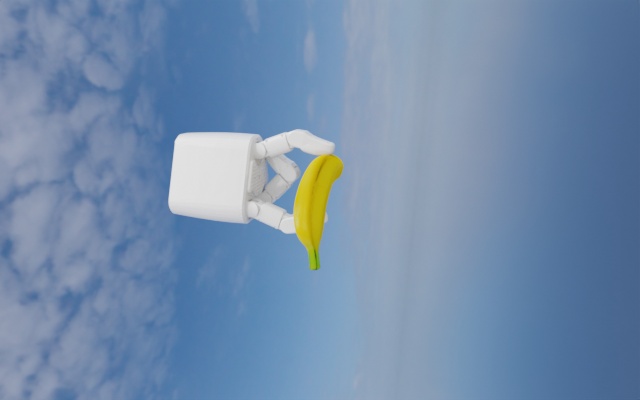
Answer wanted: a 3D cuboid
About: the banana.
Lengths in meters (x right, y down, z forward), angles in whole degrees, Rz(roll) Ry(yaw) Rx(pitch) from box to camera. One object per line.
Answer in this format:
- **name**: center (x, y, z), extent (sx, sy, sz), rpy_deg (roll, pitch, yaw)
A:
- **banana**: center (-0.002, -0.011, 0.566), extent (0.037, 0.070, 0.197), rpy_deg (4, 39, 11)
